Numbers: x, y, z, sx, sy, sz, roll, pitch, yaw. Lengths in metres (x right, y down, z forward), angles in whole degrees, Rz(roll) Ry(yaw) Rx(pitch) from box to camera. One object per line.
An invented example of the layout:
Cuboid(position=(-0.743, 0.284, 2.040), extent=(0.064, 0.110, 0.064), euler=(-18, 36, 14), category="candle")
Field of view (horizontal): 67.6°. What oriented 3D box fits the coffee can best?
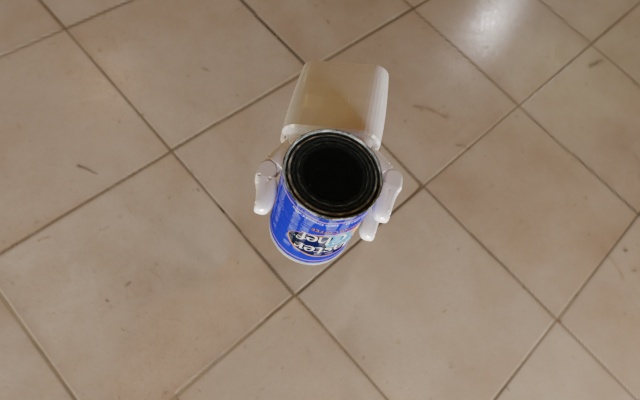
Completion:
Cuboid(position=(0.000, 0.002, 0.532), extent=(0.103, 0.102, 0.140), euler=(0, -25, -12), category="coffee can")
